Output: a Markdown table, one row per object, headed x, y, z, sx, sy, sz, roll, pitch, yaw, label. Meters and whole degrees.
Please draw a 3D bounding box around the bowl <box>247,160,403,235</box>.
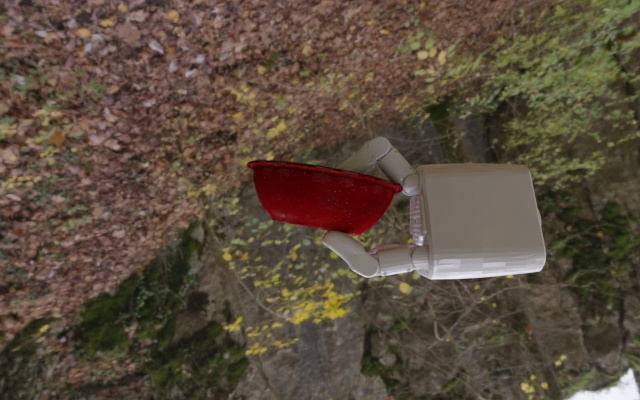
| x | y | z | sx | sy | sz | roll | pitch | yaw | label |
| --- | --- | --- | --- | --- | --- | --- | --- | --- | --- |
| -0.001 | 0.002 | 0.491 | 0.162 | 0.055 | 0.162 | 10 | -3 | 1 | bowl |
